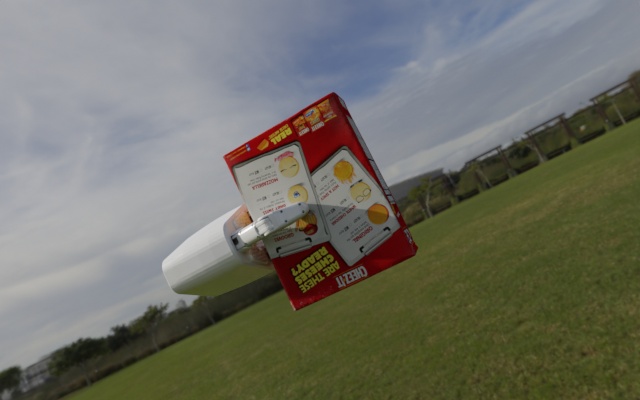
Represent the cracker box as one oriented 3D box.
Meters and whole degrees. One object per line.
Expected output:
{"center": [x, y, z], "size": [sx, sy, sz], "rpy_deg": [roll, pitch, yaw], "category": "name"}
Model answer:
{"center": [0.000, 0.002, 0.594], "size": [0.164, 0.213, 0.072], "rpy_deg": [-28, -6, 15], "category": "cracker box"}
